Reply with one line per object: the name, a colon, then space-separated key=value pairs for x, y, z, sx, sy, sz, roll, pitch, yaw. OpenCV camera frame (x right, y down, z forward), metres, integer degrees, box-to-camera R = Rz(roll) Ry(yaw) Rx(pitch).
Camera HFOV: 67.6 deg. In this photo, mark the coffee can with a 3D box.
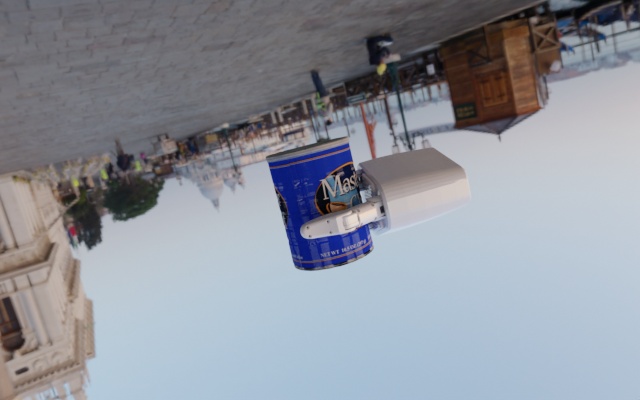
coffee can: x=0.000 y=0.002 z=0.584 sx=0.103 sy=0.140 sz=0.103 roll=-14 pitch=9 yaw=2
